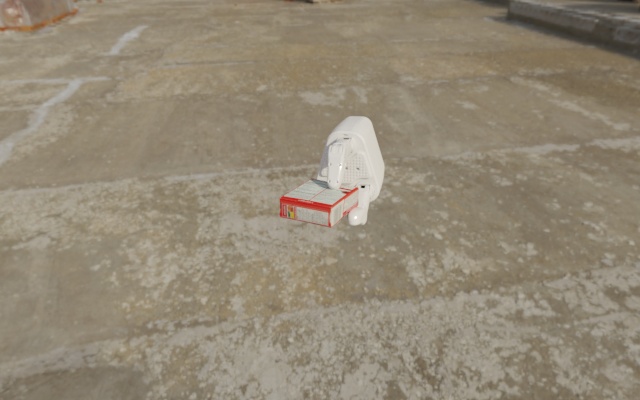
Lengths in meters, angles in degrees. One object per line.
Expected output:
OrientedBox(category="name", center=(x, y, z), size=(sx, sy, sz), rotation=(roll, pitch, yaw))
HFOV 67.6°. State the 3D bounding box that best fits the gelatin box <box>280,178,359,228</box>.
OrientedBox(category="gelatin box", center=(0.000, 0.002, 0.619), size=(0.073, 0.030, 0.089), rotation=(11, 23, 24))
